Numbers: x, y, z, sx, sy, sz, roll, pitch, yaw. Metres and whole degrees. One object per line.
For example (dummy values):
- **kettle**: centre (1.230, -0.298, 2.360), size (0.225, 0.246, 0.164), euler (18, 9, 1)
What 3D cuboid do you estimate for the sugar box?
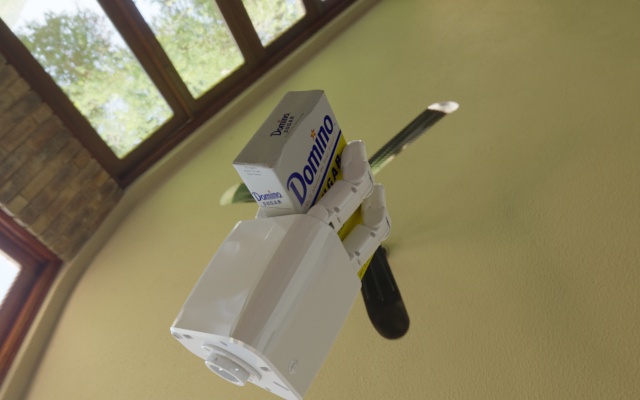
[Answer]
- **sugar box**: centre (0.001, 0.002, 0.423), size (0.048, 0.093, 0.176), euler (6, -40, 32)
